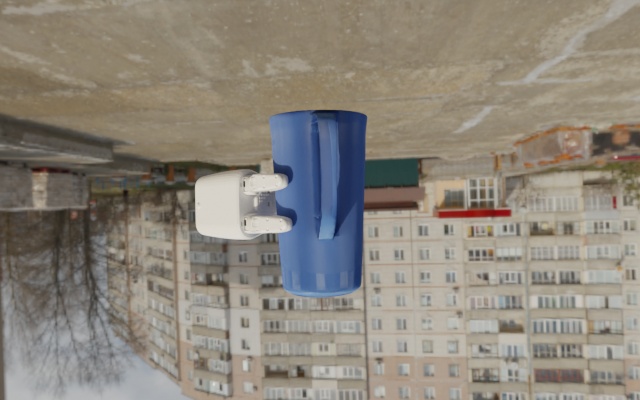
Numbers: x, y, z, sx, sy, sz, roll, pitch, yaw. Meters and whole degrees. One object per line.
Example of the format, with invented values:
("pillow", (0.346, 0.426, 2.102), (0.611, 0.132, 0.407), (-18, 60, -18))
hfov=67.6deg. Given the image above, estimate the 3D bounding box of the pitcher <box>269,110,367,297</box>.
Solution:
("pitcher", (0.000, 0.002, 0.639), (0.145, 0.243, 0.149), (-2, 0, 37))
